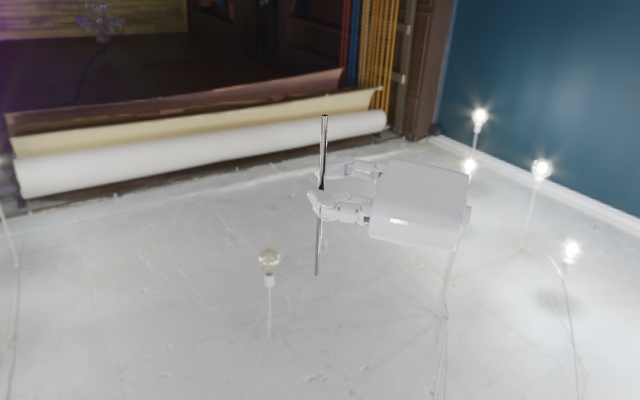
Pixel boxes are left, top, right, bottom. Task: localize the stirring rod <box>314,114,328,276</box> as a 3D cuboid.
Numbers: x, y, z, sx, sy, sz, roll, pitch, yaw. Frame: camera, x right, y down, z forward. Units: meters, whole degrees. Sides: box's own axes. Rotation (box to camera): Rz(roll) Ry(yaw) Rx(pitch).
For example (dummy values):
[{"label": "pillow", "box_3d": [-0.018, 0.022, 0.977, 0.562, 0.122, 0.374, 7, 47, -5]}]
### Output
[{"label": "stirring rod", "box_3d": [0.000, 0.002, 0.641, 0.011, 0.240, 0.011, 2, 28, -1]}]
